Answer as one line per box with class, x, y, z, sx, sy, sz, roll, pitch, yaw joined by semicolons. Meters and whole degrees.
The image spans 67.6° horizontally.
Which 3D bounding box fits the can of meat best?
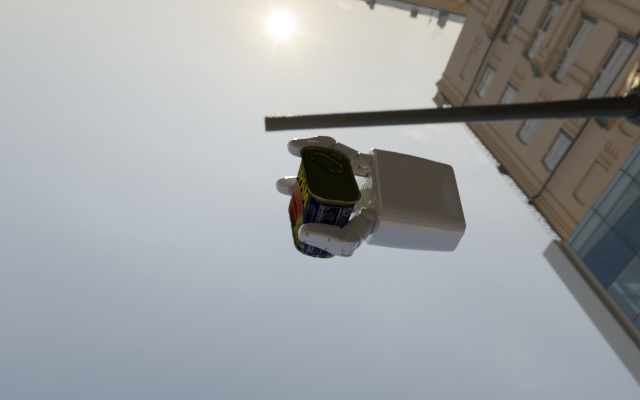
can of meat;0.000;0.002;0.535;0.057;0.084;0.102;6;36;-15
